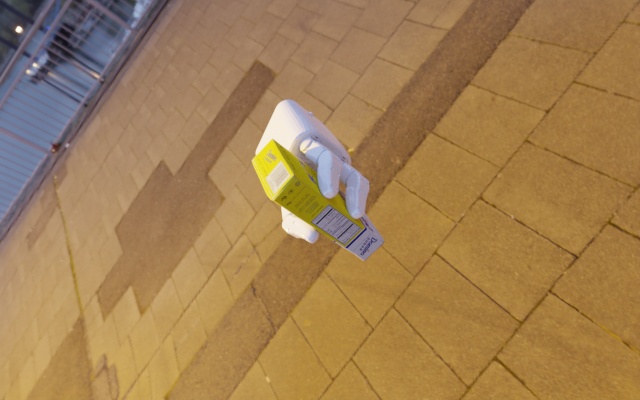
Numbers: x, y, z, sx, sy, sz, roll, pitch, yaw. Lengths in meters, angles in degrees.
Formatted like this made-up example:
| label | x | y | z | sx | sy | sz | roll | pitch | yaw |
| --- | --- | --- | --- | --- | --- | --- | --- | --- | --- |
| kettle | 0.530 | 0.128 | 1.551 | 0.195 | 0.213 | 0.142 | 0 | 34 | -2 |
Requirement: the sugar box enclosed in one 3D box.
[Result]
| label | x | y | z | sx | sy | sz | roll | pitch | yaw |
| --- | --- | --- | --- | --- | --- | --- | --- | --- | --- |
| sugar box | 0.000 | 0.001 | 0.601 | 0.176 | 0.048 | 0.093 | 32 | 17 | -38 |
